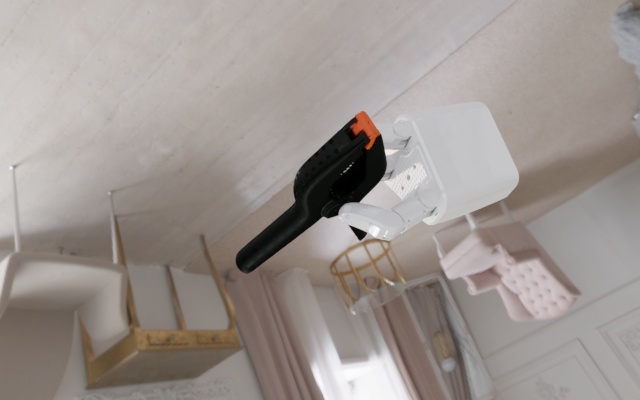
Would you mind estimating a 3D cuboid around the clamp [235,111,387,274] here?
[{"bbox_3d":[0.001,0.002,0.466,0.164,0.036,0.210,-18,-29,-24],"label":"clamp"}]
